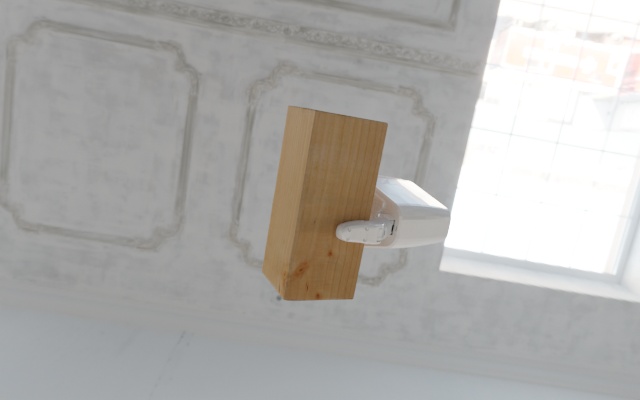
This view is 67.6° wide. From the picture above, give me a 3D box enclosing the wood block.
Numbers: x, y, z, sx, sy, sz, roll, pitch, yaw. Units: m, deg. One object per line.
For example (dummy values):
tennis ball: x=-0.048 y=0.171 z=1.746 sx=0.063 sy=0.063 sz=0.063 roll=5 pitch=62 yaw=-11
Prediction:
wood block: x=0.001 y=0.002 z=0.554 sx=0.090 sy=0.206 sz=0.091 roll=5 pitch=11 yaw=-26
